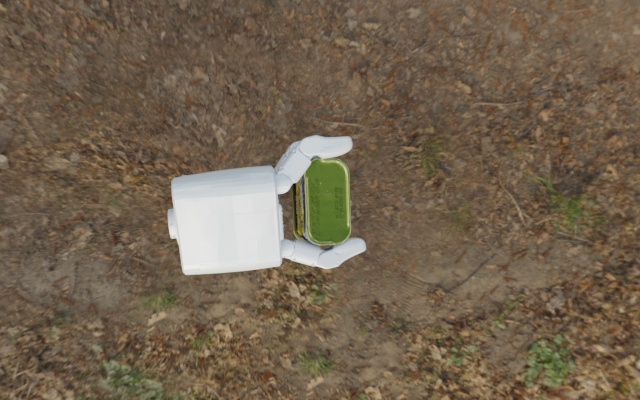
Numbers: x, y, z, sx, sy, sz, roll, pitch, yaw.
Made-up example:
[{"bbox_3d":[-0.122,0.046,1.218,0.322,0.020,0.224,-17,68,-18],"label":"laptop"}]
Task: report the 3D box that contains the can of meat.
[{"bbox_3d":[0.000,0.002,0.560,0.057,0.102,0.084,-3,0,-11],"label":"can of meat"}]
